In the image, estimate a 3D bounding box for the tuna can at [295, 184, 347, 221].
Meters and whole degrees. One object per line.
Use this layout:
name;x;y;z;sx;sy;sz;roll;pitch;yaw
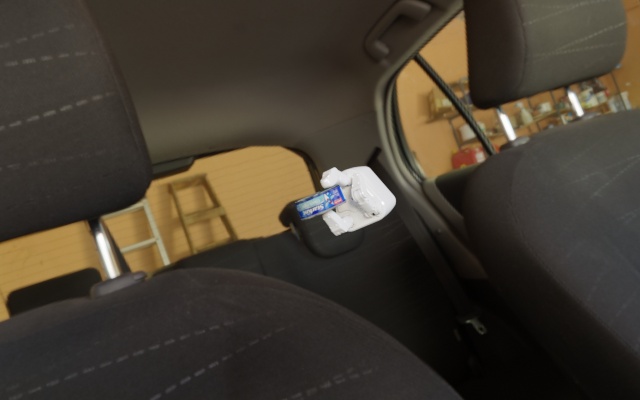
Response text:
tuna can;0.000;0.002;0.821;0.086;0.034;0.086;-23;3;1
